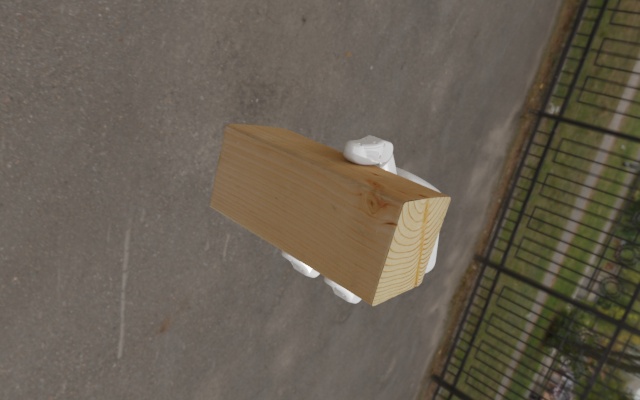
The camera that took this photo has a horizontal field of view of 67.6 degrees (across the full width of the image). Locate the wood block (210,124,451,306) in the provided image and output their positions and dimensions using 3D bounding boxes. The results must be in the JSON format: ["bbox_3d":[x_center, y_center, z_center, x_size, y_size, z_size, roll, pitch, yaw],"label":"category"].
[{"bbox_3d":[0.000,0.001,0.451,0.206,0.091,0.090,26,19,34],"label":"wood block"}]
